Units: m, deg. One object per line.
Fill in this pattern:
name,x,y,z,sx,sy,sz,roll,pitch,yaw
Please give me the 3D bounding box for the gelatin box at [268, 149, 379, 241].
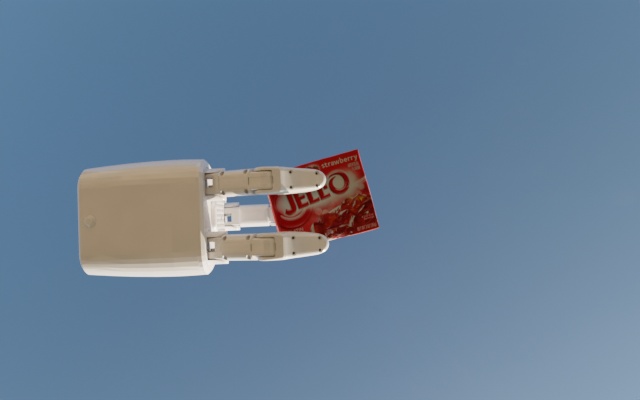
gelatin box,0.000,0.001,0.430,0.089,0.073,0.030,-15,-1,-5
